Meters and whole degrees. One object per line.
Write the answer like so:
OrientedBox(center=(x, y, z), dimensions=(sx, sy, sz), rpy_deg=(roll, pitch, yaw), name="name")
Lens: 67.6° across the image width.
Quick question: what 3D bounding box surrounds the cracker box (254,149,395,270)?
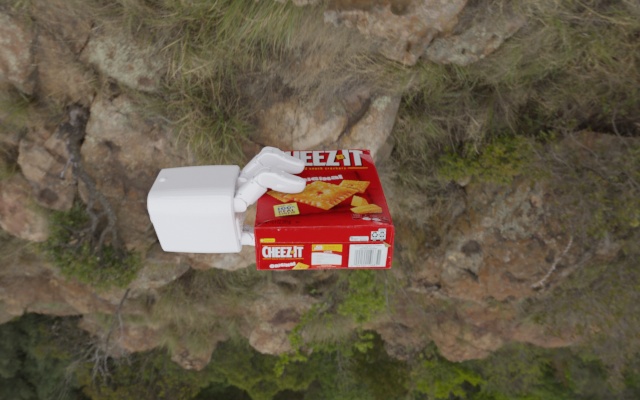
OrientedBox(center=(0.000, 0.002, 0.642), dimensions=(0.164, 0.072, 0.213), rpy_deg=(0, 31, -3), name="cracker box")
